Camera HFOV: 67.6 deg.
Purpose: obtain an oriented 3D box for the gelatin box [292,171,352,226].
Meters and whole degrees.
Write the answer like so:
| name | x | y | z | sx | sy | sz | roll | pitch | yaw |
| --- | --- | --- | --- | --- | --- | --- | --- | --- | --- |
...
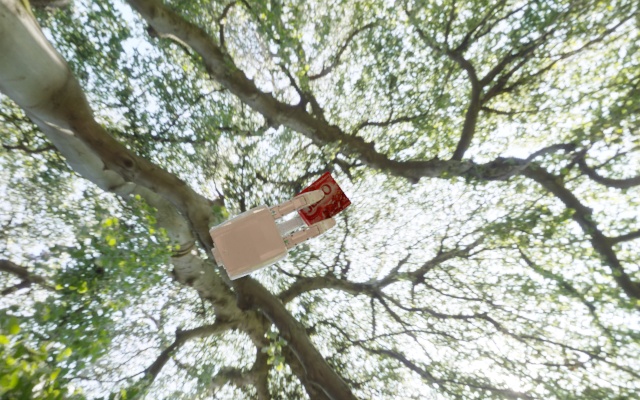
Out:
| name | x | y | z | sx | sy | sz | roll | pitch | yaw |
| --- | --- | --- | --- | --- | --- | --- | --- | --- | --- |
| gelatin box | 0.000 | 0.003 | 0.860 | 0.089 | 0.073 | 0.030 | -37 | 0 | -17 |
